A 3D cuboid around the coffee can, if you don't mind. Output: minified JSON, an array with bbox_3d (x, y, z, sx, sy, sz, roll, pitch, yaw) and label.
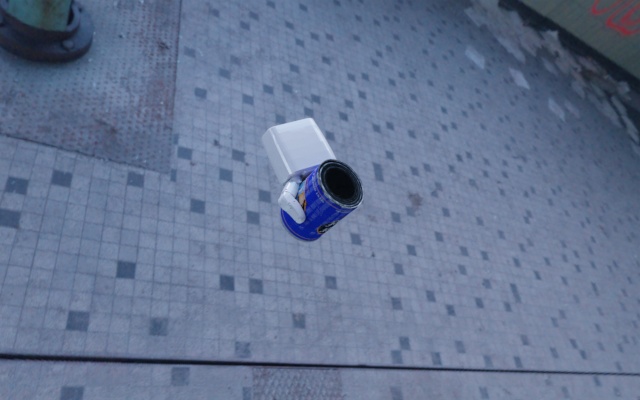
[{"bbox_3d":[0.000,0.003,0.892,0.103,0.102,0.140,0,-29,-38],"label":"coffee can"}]
